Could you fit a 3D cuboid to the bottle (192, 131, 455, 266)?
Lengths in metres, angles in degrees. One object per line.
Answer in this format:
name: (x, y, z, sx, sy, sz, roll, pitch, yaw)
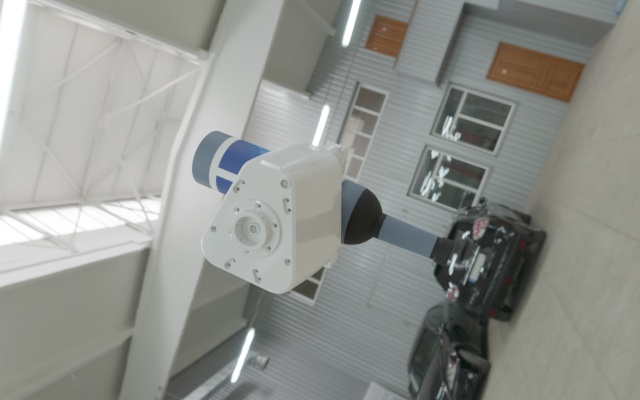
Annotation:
bottle: (0.000, 0.002, 0.524, 0.295, 0.069, 0.069, 22, 6, 15)
